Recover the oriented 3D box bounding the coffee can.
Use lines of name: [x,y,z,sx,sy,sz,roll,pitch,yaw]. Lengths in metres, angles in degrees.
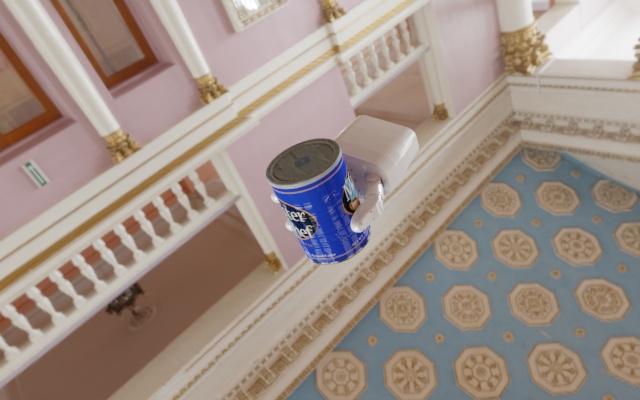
coffee can: [0.000,0.002,0.647,0.103,0.140,0.102,-16,34,11]
